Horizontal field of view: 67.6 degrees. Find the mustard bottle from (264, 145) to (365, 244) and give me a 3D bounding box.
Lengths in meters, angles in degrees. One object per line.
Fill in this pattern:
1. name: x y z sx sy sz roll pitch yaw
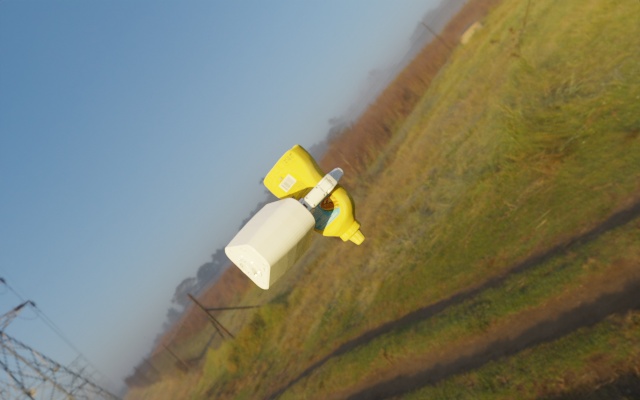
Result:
1. mustard bottle: 0.000 0.002 0.800 0.096 0.191 0.058 -46 1 37
